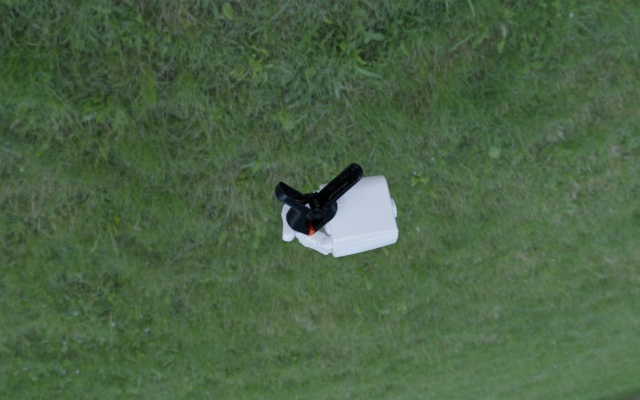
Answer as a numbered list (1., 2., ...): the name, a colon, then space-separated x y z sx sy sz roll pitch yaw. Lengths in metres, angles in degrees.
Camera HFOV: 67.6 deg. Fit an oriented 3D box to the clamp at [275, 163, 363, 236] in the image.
1. clamp: 0.000 0.003 0.682 0.120 0.039 0.171 -13 -21 -5
